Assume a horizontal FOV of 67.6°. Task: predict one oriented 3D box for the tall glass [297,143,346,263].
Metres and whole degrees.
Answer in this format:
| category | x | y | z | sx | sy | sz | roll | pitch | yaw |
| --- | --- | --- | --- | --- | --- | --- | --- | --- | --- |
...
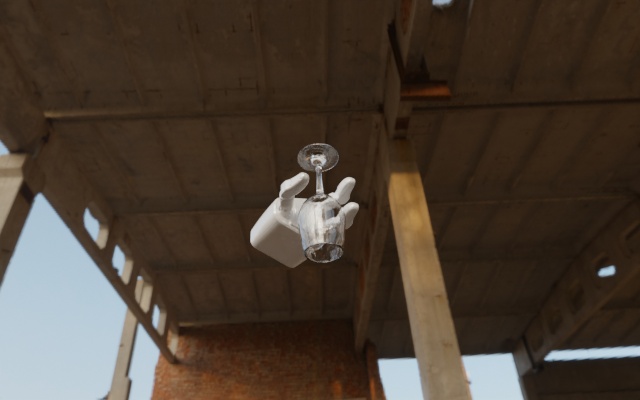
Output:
| category | x | y | z | sx | sy | sz | roll | pitch | yaw |
| --- | --- | --- | --- | --- | --- | --- | --- | --- | --- |
| tall glass | 0.000 | 0.002 | 0.798 | 0.079 | 0.200 | 0.079 | -2 | -37 | -2 |
